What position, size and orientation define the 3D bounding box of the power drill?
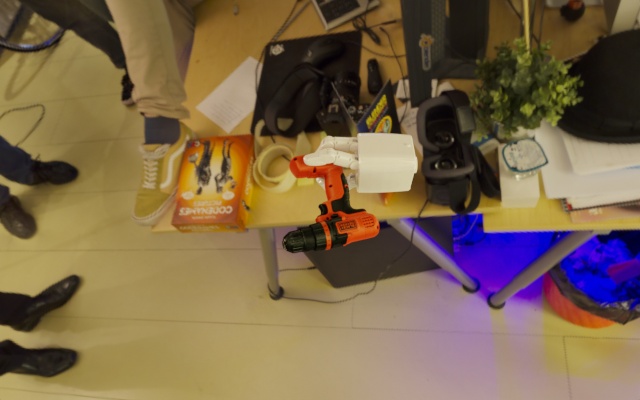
[{"bbox_3d":[0.000,0.002,0.899,0.184,0.187,0.057,-10,-23,-18],"label":"power drill"}]
